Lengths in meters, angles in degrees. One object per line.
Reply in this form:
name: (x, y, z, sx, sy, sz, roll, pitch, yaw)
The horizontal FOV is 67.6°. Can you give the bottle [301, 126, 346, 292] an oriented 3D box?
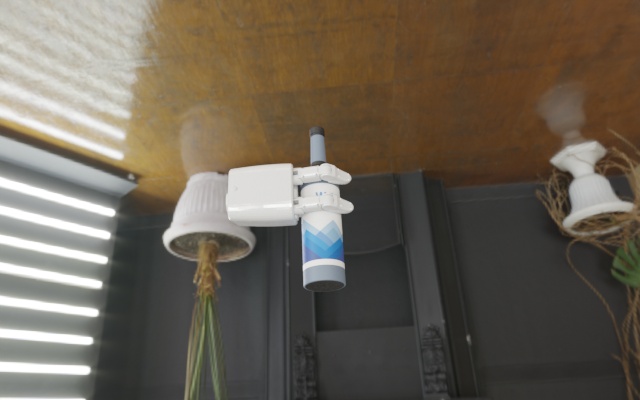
bottle: (0.000, 0.003, 0.814, 0.069, 0.295, 0.069, -2, -26, -1)
